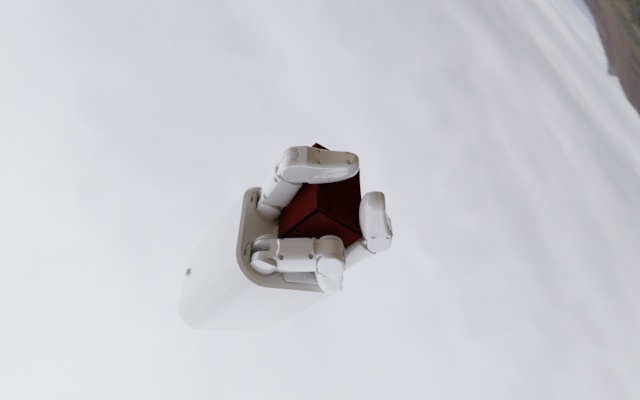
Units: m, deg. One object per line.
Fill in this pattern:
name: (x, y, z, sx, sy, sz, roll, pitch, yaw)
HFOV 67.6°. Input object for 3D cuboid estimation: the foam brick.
foam brick: (0.000, 0.001, 0.406, 0.053, 0.078, 0.051, 29, -49, -28)
